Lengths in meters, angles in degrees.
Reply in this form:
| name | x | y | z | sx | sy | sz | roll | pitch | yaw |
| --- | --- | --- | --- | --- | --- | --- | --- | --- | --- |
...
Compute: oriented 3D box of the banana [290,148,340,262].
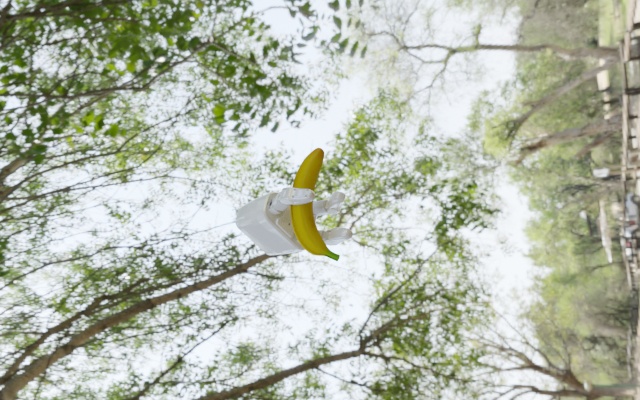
| name | x | y | z | sx | sy | sz | roll | pitch | yaw |
| --- | --- | --- | --- | --- | --- | --- | --- | --- | --- |
| banana | -0.017 | 0.006 | 0.785 | 0.069 | 0.197 | 0.037 | -2 | -16 | -20 |
